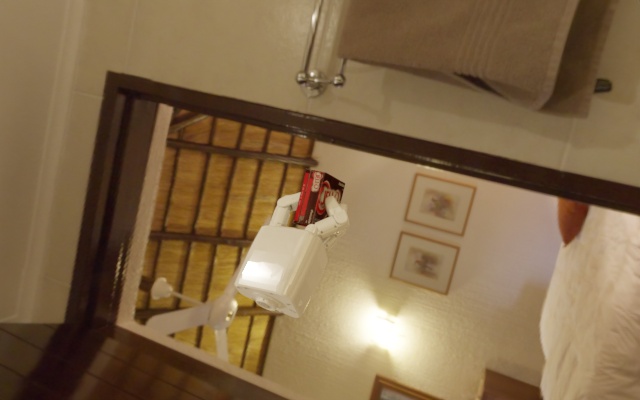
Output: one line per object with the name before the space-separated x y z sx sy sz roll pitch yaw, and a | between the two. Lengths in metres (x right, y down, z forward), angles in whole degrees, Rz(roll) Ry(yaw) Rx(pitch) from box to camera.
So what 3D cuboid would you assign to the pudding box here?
pudding box | 0.000 0.003 0.784 0.039 0.090 0.113 14 -2 18
